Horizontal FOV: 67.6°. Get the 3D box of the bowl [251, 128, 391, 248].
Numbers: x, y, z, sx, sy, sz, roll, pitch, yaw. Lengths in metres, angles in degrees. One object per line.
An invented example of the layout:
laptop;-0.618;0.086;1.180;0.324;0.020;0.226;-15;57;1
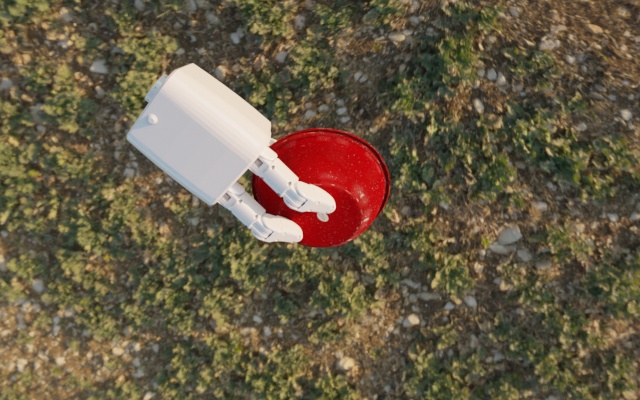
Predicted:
bowl;0.001;0.003;0.538;0.162;0.162;0.055;0;39;0
